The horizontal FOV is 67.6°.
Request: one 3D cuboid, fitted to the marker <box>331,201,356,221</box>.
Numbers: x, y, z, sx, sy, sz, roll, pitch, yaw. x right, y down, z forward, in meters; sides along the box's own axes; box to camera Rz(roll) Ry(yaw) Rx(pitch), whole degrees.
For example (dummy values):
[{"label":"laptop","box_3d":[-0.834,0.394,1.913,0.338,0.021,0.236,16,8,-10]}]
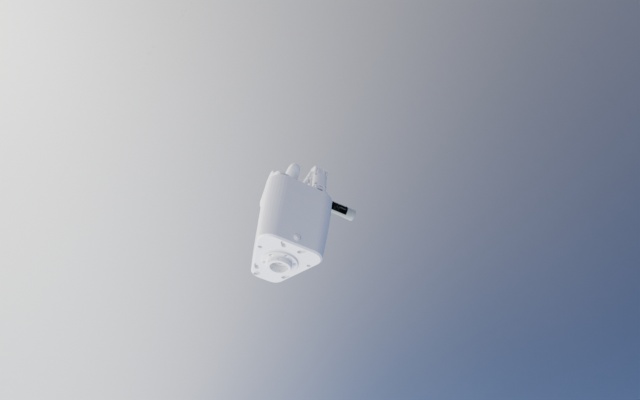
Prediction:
[{"label":"marker","box_3d":[0.000,0.002,0.763,0.121,0.020,0.020,23,-7,-17]}]
